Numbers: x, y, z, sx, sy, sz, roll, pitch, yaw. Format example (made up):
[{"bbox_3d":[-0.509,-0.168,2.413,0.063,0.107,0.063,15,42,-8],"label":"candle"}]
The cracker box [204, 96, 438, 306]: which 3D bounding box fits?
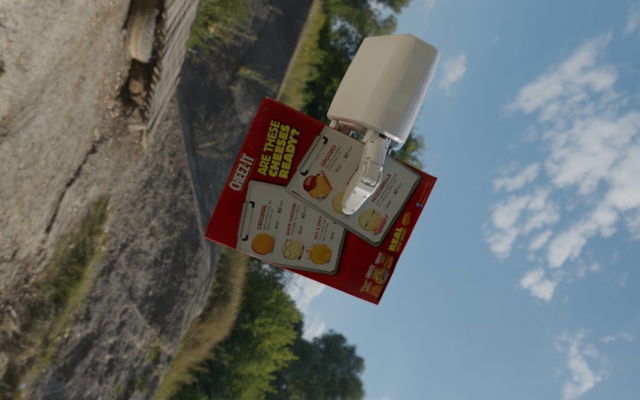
[{"bbox_3d":[0.000,0.002,0.548,0.214,0.164,0.072,24,4,-12],"label":"cracker box"}]
